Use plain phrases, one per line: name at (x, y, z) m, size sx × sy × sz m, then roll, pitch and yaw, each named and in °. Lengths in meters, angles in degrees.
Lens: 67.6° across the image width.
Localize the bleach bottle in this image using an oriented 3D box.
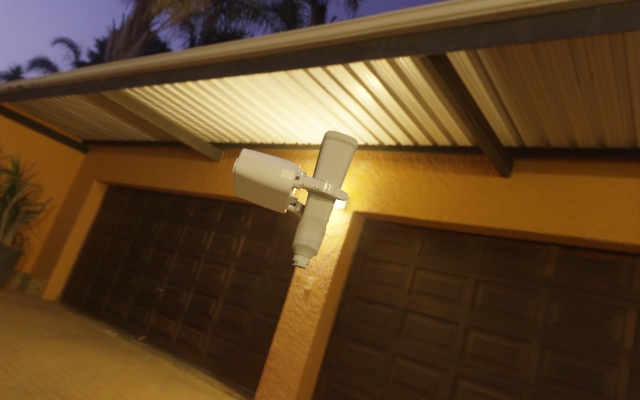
bleach bottle at (0.000, 0.003, 0.887) m, size 0.068 × 0.250 × 0.102 m, roll 18°, pitch -14°, yaw -1°
